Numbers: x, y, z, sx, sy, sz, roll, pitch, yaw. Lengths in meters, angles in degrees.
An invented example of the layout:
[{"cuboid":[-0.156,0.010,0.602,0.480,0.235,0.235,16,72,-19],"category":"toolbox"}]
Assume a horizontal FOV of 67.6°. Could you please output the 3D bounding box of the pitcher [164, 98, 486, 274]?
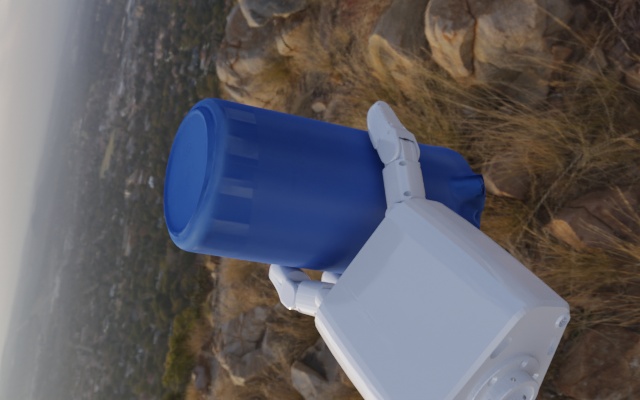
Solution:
[{"cuboid":[0.000,0.001,0.401,0.243,0.149,0.145,10,24,-33],"category":"pitcher"}]
